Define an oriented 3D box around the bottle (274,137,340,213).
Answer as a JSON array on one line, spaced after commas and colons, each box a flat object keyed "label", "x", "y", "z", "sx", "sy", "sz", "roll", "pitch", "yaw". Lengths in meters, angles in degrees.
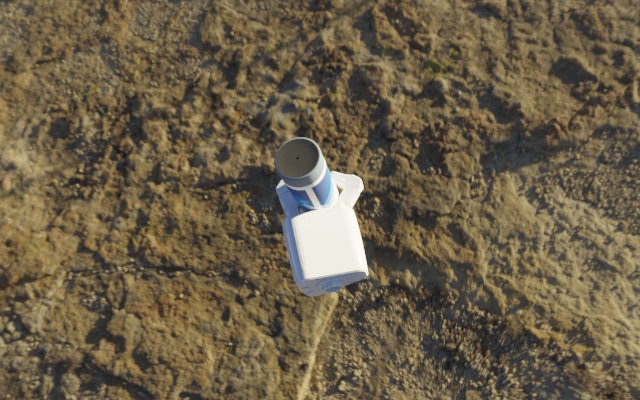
[{"label": "bottle", "x": 0.000, "y": 0.002, "z": 0.782, "sx": 0.069, "sy": 0.069, "sz": 0.296, "roll": 0, "pitch": -24, "yaw": 14}]
